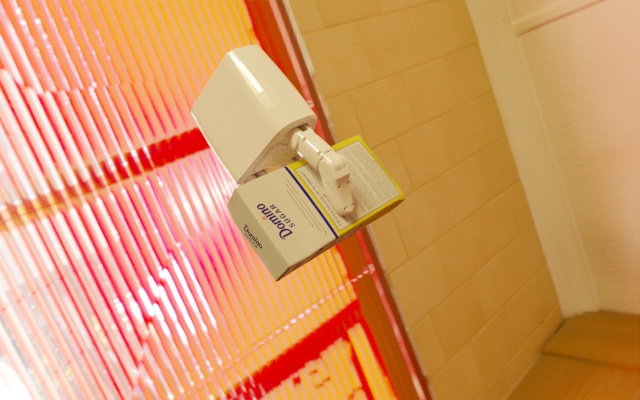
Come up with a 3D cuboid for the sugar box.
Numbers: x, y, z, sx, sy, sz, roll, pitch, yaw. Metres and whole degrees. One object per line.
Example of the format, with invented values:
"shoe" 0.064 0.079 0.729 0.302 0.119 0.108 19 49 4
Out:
"sugar box" 0.000 0.002 0.499 0.176 0.093 0.048 -27 -14 -35
